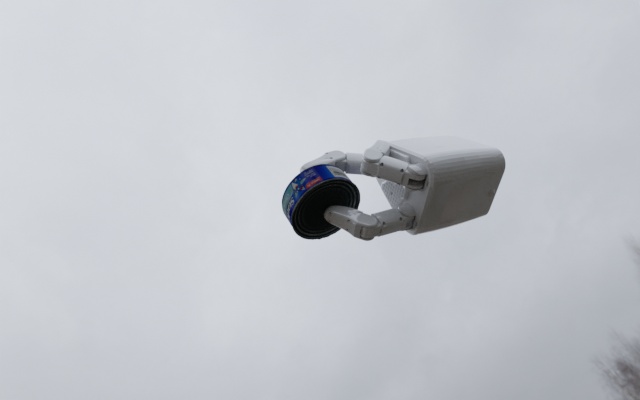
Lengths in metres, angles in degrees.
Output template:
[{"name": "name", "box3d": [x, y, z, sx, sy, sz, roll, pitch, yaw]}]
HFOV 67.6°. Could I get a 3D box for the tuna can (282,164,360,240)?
[{"name": "tuna can", "box3d": [0.000, 0.001, 0.541, 0.086, 0.086, 0.033, 0, 37, -34]}]
